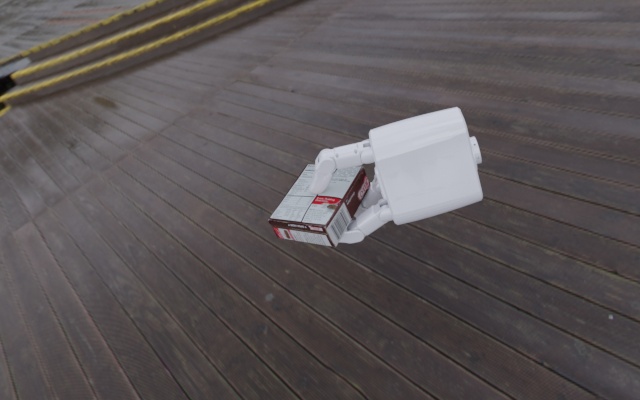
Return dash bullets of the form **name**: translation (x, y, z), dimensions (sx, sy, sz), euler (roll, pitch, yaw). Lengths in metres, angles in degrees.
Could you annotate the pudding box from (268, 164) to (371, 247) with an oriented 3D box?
- **pudding box**: translation (0.000, 0.002, 0.608), dimensions (0.090, 0.039, 0.113), euler (5, 45, 34)
